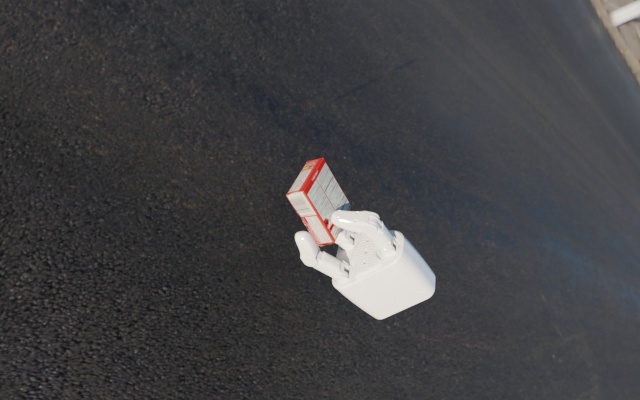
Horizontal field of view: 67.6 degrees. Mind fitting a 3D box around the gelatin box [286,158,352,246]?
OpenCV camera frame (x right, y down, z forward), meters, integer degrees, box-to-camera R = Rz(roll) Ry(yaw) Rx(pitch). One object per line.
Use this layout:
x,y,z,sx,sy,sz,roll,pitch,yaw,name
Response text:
0.000,0.002,0.616,0.030,0.089,0.073,-11,33,33,gelatin box
